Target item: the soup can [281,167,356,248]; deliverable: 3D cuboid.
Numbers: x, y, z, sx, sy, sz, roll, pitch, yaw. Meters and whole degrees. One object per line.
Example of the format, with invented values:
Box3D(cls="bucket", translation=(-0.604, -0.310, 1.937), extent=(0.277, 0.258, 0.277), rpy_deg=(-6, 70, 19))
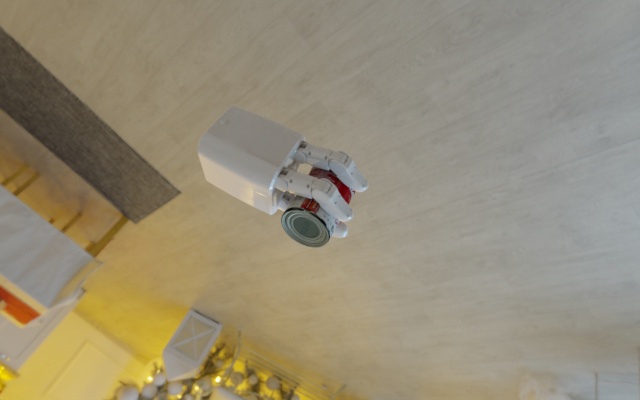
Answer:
Box3D(cls="soup can", translation=(0.000, 0.002, 0.617), extent=(0.068, 0.068, 0.102), rpy_deg=(0, 41, 31))
